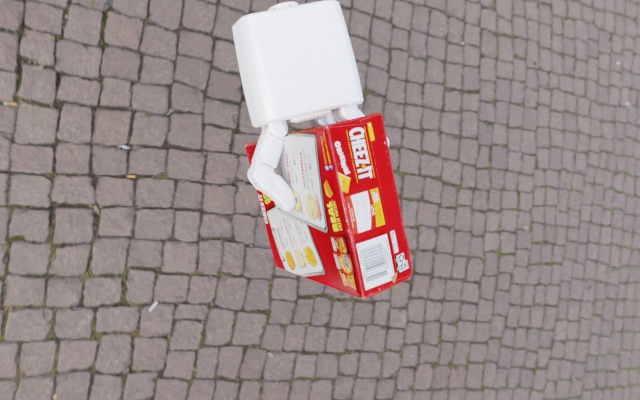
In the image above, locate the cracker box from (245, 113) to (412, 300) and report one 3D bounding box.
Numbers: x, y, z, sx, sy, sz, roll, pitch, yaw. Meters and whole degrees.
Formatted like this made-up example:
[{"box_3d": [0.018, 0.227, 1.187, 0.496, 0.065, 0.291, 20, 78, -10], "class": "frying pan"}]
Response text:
[{"box_3d": [0.000, 0.002, 0.528, 0.072, 0.164, 0.213, -17, 9, -26], "class": "cracker box"}]
